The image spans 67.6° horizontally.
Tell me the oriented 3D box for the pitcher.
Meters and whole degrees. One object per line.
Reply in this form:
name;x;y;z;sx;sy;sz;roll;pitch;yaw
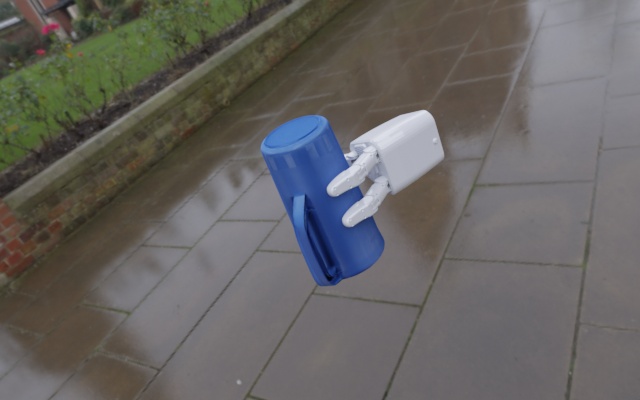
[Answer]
pitcher;0.000;0.002;0.738;0.145;0.243;0.149;-31;29;-12
